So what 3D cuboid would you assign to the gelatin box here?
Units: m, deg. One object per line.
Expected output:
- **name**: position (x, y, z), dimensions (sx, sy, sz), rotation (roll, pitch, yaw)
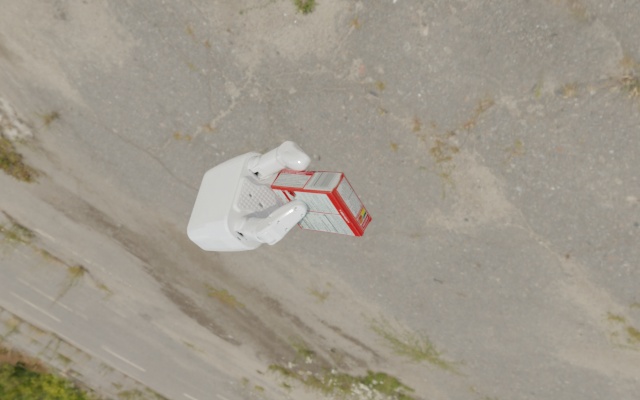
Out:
- **gelatin box**: position (0.000, 0.002, 0.508), dimensions (0.089, 0.030, 0.073), rotation (6, -37, 41)
